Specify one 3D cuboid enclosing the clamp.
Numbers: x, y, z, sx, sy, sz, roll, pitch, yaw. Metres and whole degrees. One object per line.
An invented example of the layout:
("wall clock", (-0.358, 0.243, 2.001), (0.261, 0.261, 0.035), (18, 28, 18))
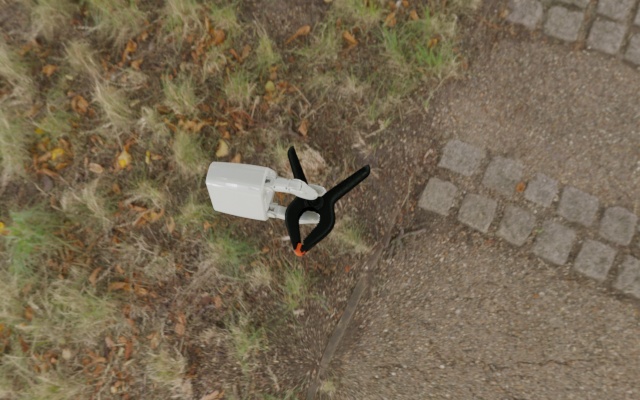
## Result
("clamp", (0.000, 0.003, 0.887), (0.164, 0.210, 0.036), (8, -19, 9))
